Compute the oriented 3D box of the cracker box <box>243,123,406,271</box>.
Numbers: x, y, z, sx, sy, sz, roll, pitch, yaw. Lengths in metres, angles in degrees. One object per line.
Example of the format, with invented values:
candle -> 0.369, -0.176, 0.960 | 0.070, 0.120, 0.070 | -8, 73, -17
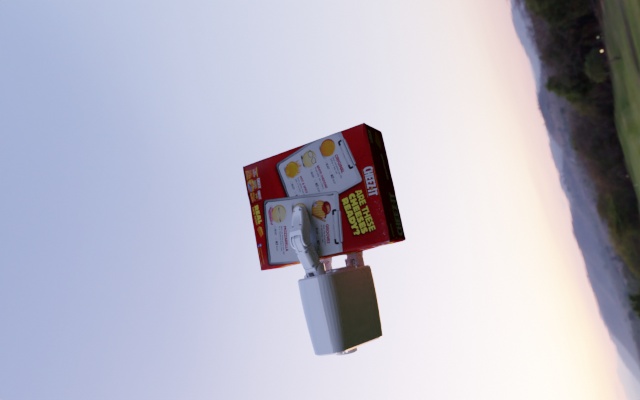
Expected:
cracker box -> 0.000, 0.002, 0.693 | 0.214, 0.164, 0.072 | -16, -10, 28
